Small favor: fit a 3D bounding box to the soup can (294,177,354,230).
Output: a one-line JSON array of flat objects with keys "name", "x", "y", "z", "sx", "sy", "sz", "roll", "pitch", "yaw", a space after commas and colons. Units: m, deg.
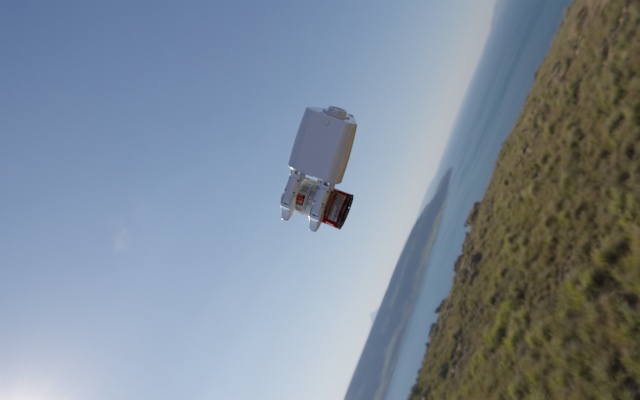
[{"name": "soup can", "x": 0.000, "y": 0.003, "z": 0.861, "sx": 0.102, "sy": 0.068, "sz": 0.068, "roll": 21, "pitch": 4, "yaw": 11}]
